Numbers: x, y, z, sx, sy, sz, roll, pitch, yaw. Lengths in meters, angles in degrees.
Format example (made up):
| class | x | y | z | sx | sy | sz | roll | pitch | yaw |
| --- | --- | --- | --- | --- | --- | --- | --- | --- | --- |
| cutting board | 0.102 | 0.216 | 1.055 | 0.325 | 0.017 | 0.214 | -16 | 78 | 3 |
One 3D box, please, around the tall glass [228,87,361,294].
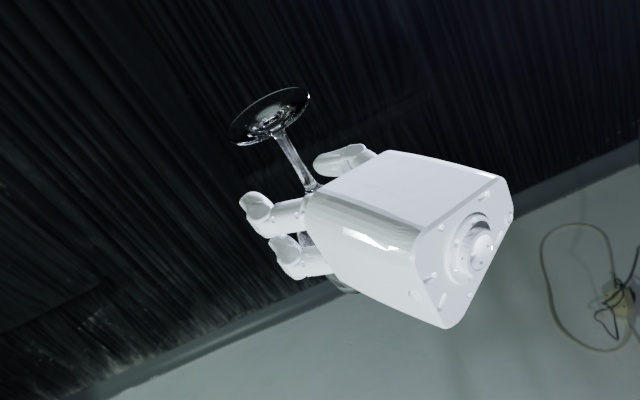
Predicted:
| class | x | y | z | sx | sy | sz | roll | pitch | yaw |
| --- | --- | --- | --- | --- | --- | --- | --- | --- | --- |
| tall glass | 0.000 | 0.001 | 0.439 | 0.079 | 0.201 | 0.079 | -20 | 36 | 15 |
